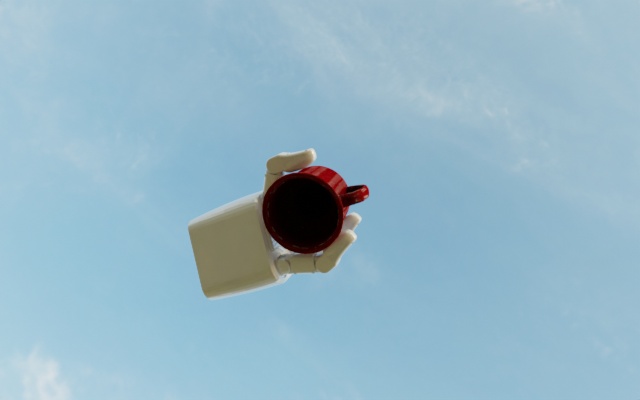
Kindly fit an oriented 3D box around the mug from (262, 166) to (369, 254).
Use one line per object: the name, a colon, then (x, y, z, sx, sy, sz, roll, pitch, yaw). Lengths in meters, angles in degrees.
mug: (0.001, 0.001, 0.554, 0.117, 0.093, 0.081, -17, 10, 18)
